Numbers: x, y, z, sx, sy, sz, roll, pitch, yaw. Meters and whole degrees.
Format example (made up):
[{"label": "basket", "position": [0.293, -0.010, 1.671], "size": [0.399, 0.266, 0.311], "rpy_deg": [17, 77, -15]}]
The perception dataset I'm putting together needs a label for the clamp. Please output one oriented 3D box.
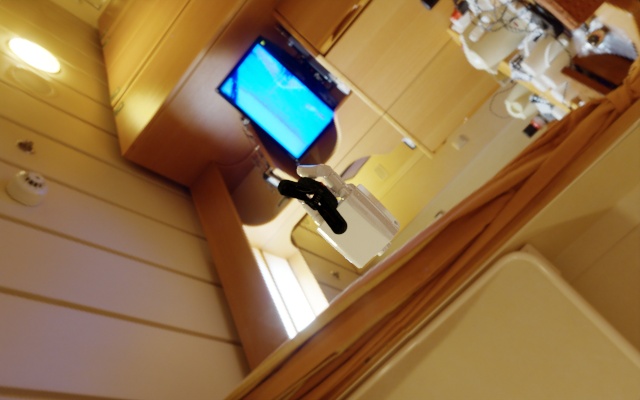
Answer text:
[{"label": "clamp", "position": [0.000, 0.003, 0.766], "size": [0.120, 0.039, 0.171], "rpy_deg": [44, 14, 3]}]
